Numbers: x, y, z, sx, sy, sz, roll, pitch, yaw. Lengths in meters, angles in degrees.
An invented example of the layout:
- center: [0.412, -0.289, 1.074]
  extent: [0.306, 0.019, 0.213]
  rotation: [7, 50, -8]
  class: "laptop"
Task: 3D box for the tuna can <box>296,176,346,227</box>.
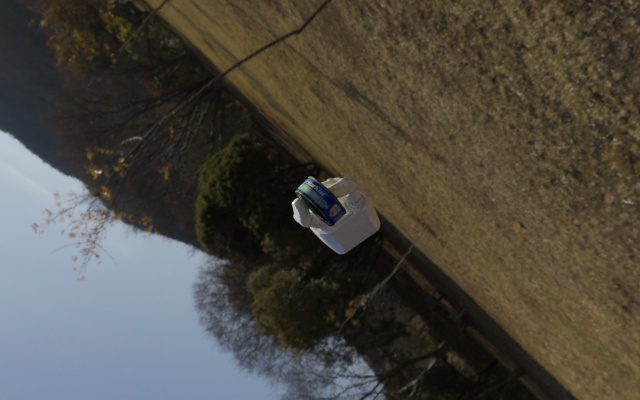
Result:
- center: [0.000, 0.003, 0.777]
  extent: [0.086, 0.033, 0.086]
  rotation: [43, -9, 8]
  class: "tuna can"
